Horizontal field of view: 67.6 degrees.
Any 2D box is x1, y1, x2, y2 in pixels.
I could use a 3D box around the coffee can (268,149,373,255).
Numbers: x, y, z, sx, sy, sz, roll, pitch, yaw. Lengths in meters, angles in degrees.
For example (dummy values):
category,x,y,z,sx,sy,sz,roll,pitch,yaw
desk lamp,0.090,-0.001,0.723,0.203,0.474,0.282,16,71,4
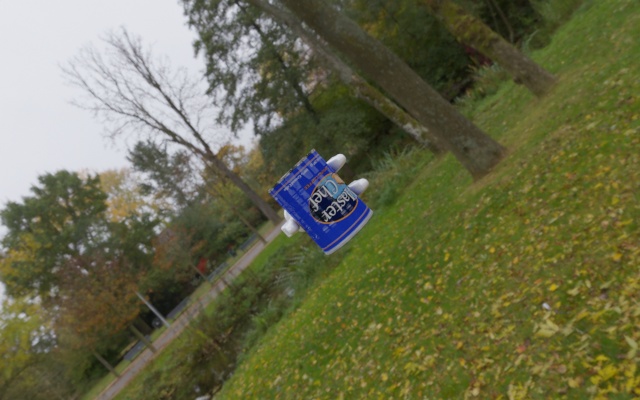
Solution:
category,x,y,z,sx,sy,sz,roll,pitch,yaw
coffee can,0.000,0.003,0.768,0.103,0.140,0.103,-43,4,4
